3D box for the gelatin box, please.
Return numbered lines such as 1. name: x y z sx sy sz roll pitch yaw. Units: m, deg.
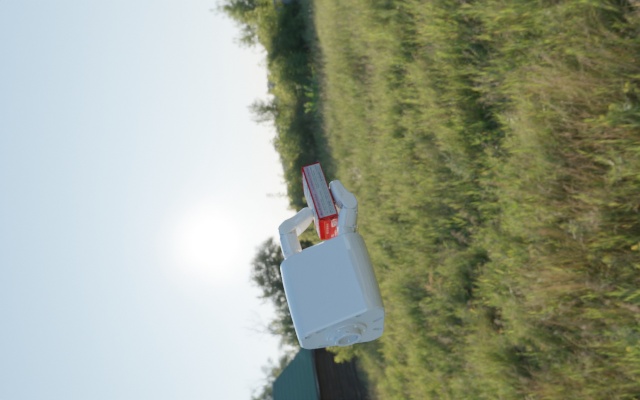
1. gelatin box: 0.000 0.002 0.672 0.030 0.089 0.073 -16 -25 -7
